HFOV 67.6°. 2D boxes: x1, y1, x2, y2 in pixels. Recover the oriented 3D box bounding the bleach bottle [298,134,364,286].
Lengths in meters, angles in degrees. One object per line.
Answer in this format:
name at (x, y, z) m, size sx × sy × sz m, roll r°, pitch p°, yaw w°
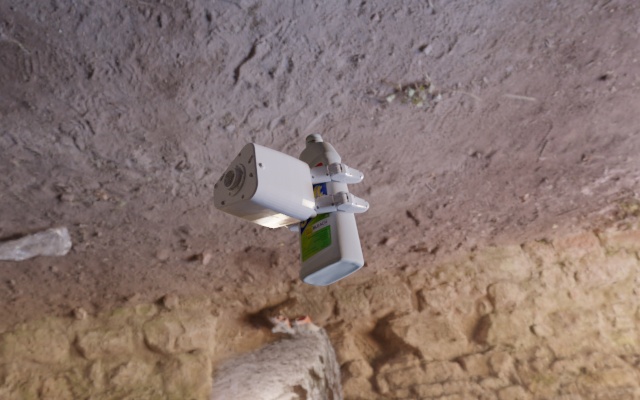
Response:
bleach bottle at (0.000, 0.003, 0.775) m, size 0.068 × 0.250 × 0.102 m, roll 21°, pitch -42°, yaw -41°
